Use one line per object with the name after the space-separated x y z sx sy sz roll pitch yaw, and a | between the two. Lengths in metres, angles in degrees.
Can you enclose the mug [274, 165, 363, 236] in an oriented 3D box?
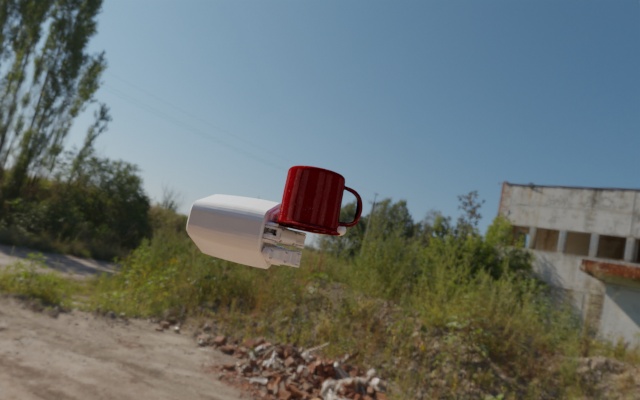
0.002 0.002 0.658 0.117 0.081 0.093 10 -8 7 | mug
